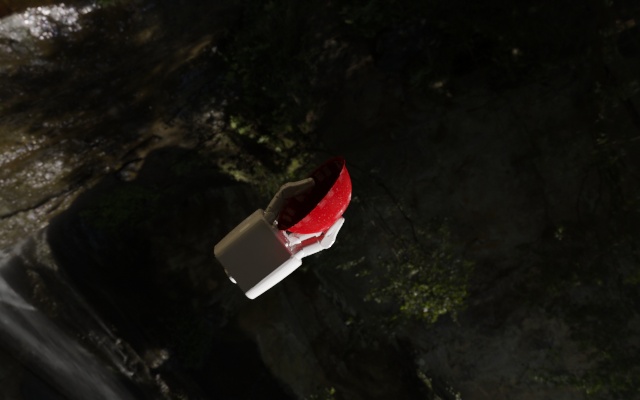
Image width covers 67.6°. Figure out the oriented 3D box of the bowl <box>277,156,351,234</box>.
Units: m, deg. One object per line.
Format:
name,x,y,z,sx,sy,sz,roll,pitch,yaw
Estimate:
bowl,0.001,0.002,0.805,0.055,0.162,0.162,41,-14,-17
